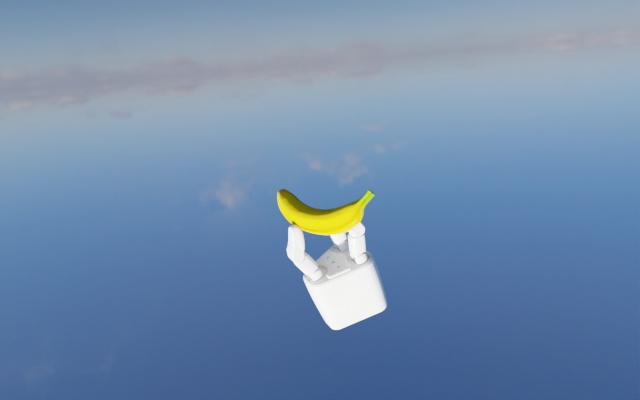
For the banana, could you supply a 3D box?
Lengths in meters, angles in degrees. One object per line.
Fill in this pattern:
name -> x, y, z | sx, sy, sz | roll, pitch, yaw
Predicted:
banana -> -0.005, 0.018, 0.719 | 0.198, 0.069, 0.037 | 3, -34, 43
